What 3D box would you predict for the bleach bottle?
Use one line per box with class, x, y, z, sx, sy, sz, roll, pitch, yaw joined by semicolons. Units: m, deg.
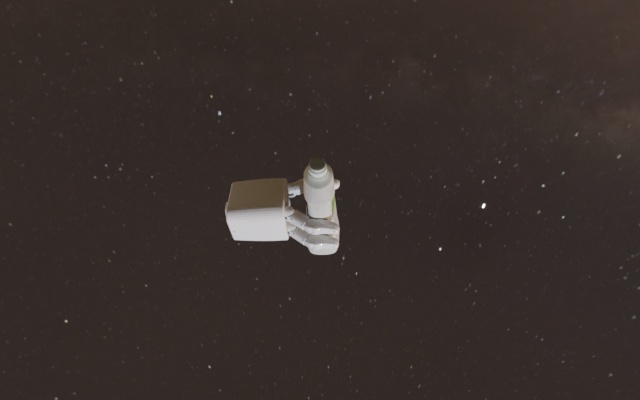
bleach bottle;0.000;0.003;0.889;0.068;0.102;0.251;-2;-34;1
